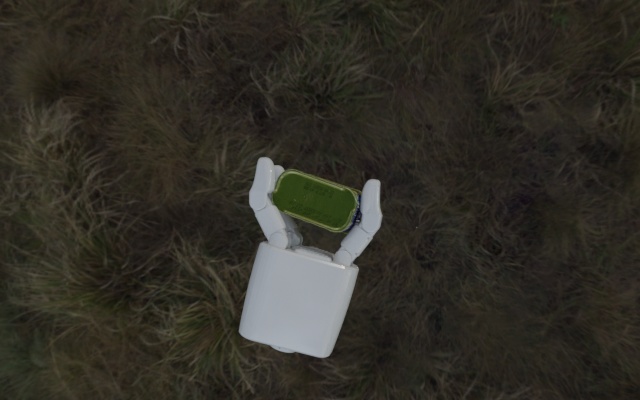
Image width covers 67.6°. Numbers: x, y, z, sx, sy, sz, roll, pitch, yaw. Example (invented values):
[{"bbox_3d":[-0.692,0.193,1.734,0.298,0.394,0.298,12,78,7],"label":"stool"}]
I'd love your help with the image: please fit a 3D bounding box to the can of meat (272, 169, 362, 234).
[{"bbox_3d":[0.000,0.002,0.567,0.102,0.057,0.084,19,1,12],"label":"can of meat"}]
